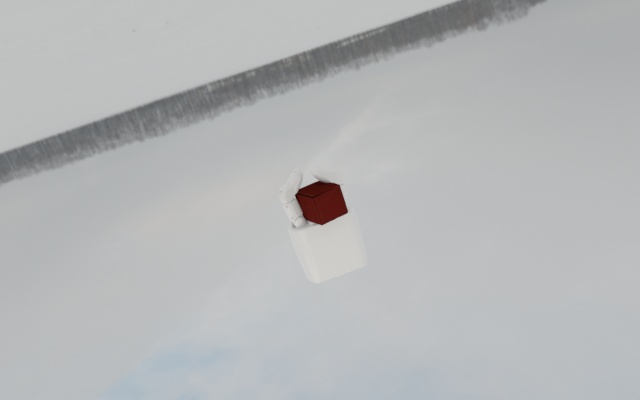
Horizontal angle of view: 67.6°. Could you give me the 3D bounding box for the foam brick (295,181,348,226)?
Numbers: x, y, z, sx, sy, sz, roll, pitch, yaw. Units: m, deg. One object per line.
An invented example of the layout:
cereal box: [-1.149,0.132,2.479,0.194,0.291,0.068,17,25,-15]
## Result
foam brick: [0.000,0.003,0.782,0.053,0.051,0.078,-24,17,-21]
